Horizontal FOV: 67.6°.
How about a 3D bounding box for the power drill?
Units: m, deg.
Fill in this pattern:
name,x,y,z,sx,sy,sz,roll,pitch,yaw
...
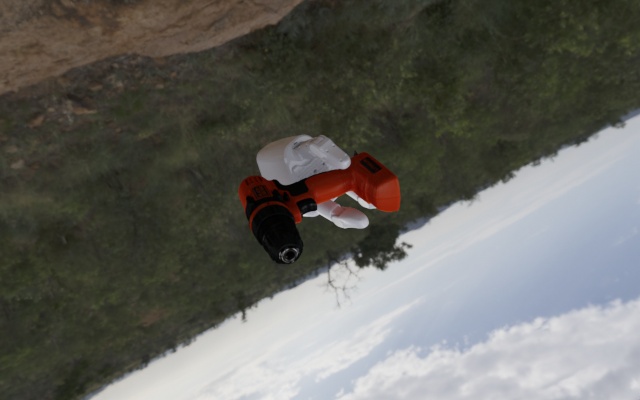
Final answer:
name,x,y,z,sx,sy,sz,roll,pitch,yaw
power drill,0.000,0.002,0.596,0.187,0.057,0.184,-14,31,-15
